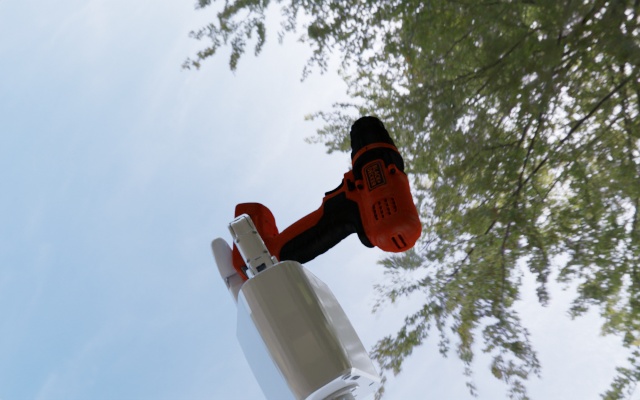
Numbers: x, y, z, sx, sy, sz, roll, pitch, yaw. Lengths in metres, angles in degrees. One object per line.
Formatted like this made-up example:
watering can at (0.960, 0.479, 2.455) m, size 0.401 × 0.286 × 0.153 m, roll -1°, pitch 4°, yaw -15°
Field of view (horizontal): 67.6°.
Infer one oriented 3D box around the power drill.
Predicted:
power drill at (0.000, 0.002, 0.491) m, size 0.188 × 0.184 × 0.057 m, roll -27°, pitch -52°, yaw 16°
